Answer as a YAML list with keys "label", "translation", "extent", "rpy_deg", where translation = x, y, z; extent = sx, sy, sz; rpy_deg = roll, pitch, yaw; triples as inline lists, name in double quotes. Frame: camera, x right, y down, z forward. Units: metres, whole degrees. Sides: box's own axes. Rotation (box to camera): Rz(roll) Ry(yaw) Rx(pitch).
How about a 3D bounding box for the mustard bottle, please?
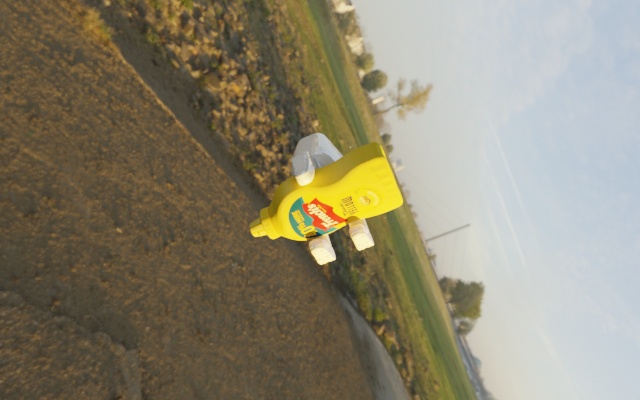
- label: "mustard bottle"
  translation: [0.000, 0.002, 0.597]
  extent: [0.191, 0.058, 0.096]
  rpy_deg: [-22, -43, 9]
